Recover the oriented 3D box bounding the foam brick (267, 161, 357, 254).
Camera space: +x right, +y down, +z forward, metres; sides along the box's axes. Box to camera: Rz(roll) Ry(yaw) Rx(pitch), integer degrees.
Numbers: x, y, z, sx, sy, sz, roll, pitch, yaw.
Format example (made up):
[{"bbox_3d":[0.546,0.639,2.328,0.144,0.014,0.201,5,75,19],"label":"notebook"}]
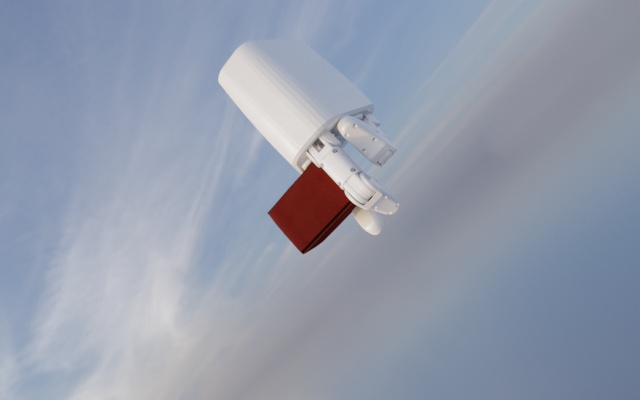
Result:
[{"bbox_3d":[0.000,0.002,0.445,0.078,0.051,0.053,-47,-9,17],"label":"foam brick"}]
